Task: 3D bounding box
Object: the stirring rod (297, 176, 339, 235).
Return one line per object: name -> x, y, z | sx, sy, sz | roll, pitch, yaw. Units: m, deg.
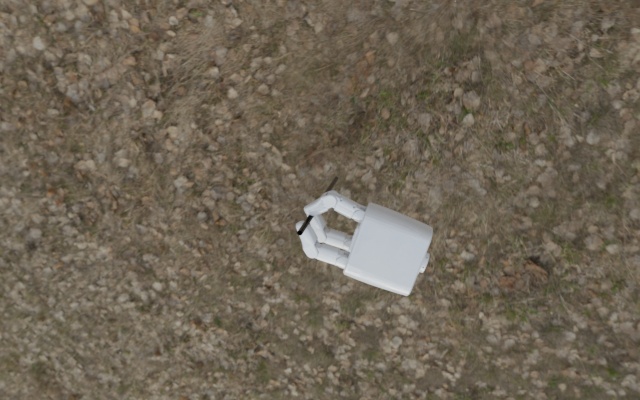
stirring rod -> 0.000, 0.003, 0.802 | 0.011, 0.011, 0.239 | 0, 22, 16
